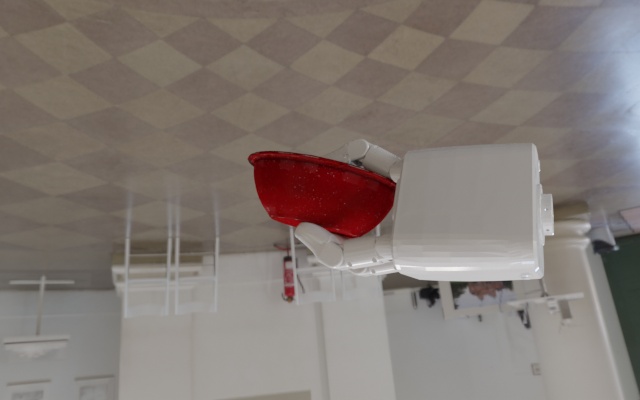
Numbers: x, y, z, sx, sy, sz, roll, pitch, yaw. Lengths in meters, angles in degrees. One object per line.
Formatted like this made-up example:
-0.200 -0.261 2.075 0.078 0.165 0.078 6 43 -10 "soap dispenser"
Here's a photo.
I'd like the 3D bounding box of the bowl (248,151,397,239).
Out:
-0.001 0.002 0.480 0.162 0.055 0.162 13 -8 2 "bowl"
